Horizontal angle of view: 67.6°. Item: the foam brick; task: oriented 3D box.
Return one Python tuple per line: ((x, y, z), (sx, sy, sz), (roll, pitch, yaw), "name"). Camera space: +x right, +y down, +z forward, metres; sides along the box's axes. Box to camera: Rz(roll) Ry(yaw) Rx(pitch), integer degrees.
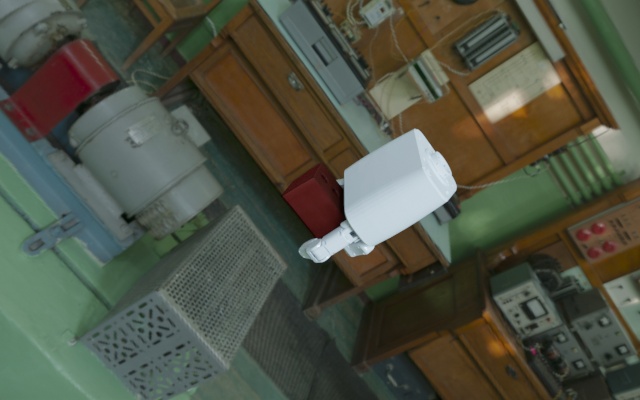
((0.000, 0.002, 0.592), (0.051, 0.078, 0.053), (-33, 14, 26), "foam brick")
